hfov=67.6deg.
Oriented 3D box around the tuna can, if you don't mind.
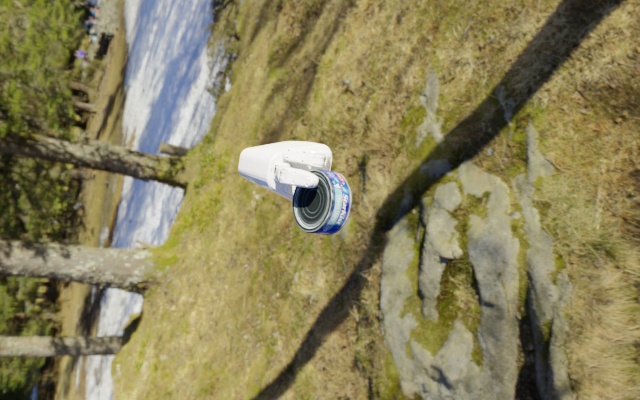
[{"bbox_3d":[0.000,0.002,0.632,0.034,0.086,0.086,8,-5,-40],"label":"tuna can"}]
